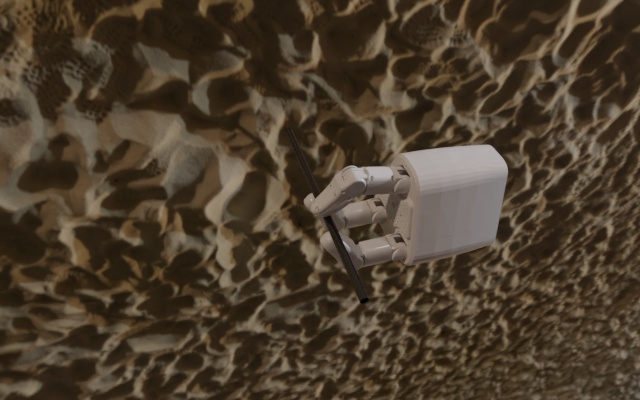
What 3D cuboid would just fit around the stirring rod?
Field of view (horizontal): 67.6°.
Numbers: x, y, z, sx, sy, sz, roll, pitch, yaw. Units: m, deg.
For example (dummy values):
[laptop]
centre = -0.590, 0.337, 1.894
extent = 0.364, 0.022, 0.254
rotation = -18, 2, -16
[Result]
[stirring rod]
centre = 0.000, 0.001, 0.476
extent = 0.011, 0.011, 0.239
rotation = 0, 43, -25
